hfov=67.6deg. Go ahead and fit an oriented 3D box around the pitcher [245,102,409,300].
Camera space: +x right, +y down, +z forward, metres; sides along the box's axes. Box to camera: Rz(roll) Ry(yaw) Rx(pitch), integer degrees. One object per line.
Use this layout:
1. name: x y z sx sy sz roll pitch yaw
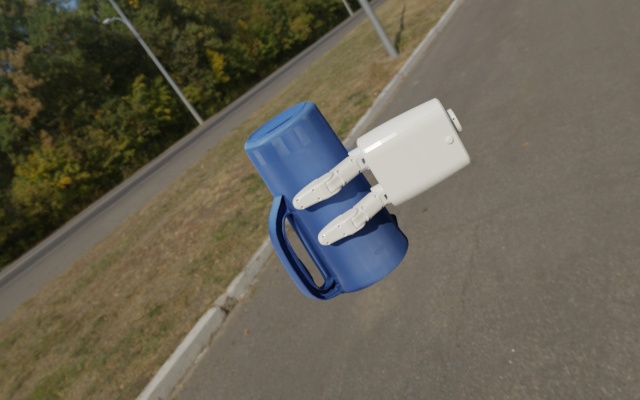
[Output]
1. pitcher: 0.000 0.002 0.638 0.145 0.243 0.149 -29 19 14
